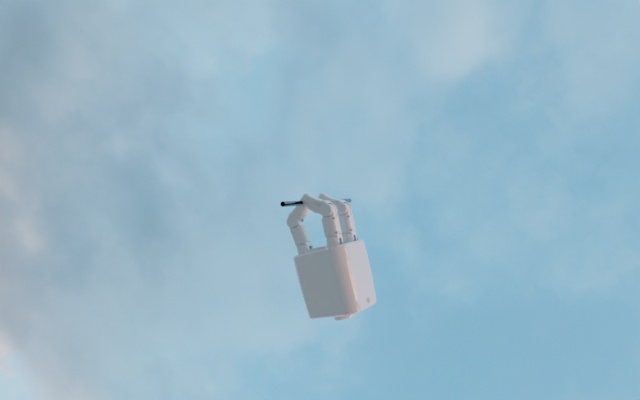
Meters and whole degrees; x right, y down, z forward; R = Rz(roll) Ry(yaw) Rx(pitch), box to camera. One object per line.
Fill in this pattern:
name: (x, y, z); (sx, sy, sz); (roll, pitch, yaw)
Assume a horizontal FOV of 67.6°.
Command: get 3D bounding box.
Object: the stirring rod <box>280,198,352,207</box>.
stirring rod: (0.000, 0.003, 0.809); (0.011, 0.011, 0.239); (0, 1, 28)
